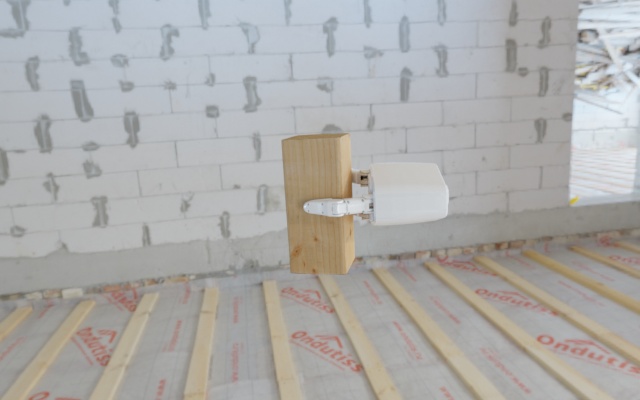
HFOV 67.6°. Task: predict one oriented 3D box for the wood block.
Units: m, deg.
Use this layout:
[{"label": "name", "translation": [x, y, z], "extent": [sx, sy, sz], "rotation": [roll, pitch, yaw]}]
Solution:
[{"label": "wood block", "translation": [0.000, 0.003, 0.745], "extent": [0.090, 0.206, 0.091], "rotation": [0, 12, 14]}]
